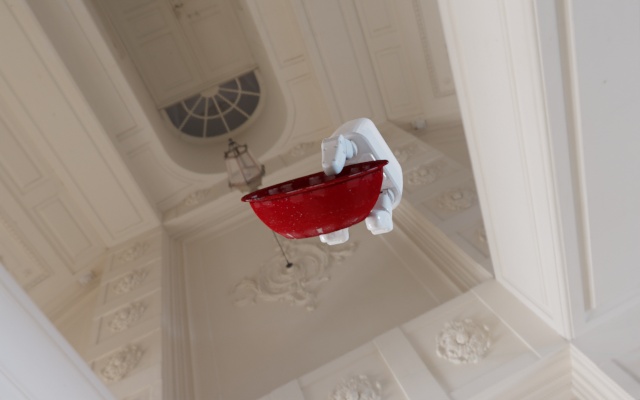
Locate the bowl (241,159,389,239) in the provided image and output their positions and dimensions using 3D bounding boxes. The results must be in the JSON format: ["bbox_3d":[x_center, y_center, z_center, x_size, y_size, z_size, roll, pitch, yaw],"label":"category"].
[{"bbox_3d":[0.000,0.002,0.510,0.162,0.055,0.162,-14,6,2],"label":"bowl"}]
